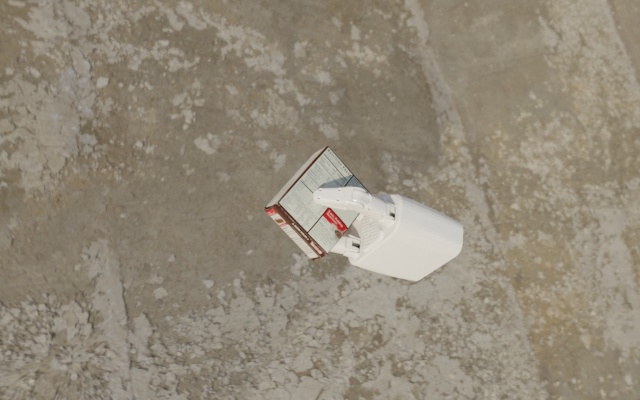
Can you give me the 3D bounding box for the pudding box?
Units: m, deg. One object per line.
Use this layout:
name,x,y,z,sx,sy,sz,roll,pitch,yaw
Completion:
pudding box,0.000,0.002,0.582,0.113,0.090,0.039,-50,13,-33
